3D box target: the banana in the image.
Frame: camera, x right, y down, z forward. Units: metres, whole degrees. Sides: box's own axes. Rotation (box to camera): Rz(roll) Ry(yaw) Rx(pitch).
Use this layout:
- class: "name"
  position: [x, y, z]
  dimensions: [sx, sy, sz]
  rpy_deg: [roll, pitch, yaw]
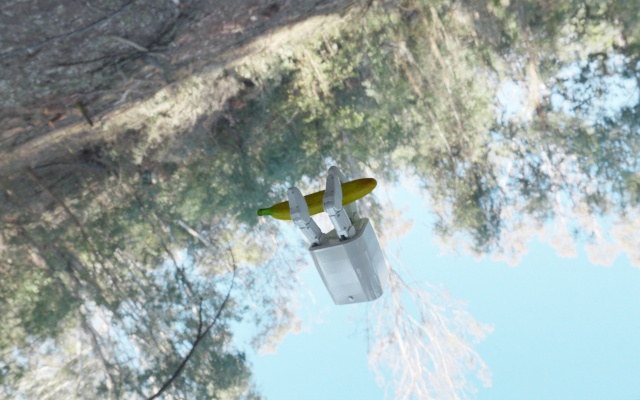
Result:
- class: "banana"
  position: [0.001, 0.002, 0.773]
  dimensions: [0.198, 0.037, 0.069]
  rpy_deg: [-17, 1, 13]
